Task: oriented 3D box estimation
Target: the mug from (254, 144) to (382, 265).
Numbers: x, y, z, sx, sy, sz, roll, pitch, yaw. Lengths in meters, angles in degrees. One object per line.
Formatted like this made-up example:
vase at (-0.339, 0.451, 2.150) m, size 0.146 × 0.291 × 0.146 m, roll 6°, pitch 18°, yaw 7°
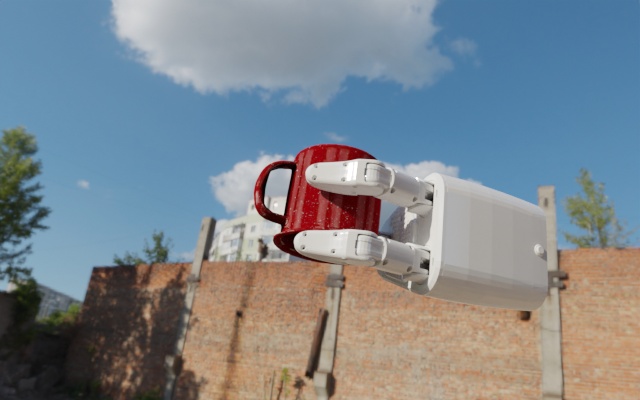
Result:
mug at (-0.001, 0.001, 0.410) m, size 0.117 × 0.081 × 0.093 m, roll 15°, pitch -22°, yaw -17°
